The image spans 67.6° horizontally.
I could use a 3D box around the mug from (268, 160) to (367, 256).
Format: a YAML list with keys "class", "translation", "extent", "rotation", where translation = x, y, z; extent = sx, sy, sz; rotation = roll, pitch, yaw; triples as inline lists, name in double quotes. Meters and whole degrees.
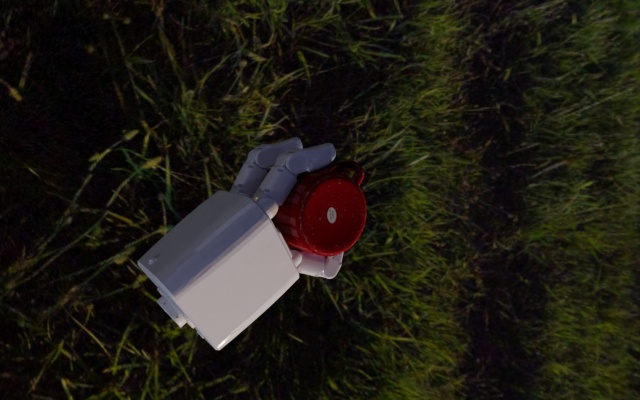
- class: "mug"
  translation: [0.001, 0.001, 0.485]
  extent: [0.117, 0.093, 0.081]
  rotation: [-43, 28, -21]
